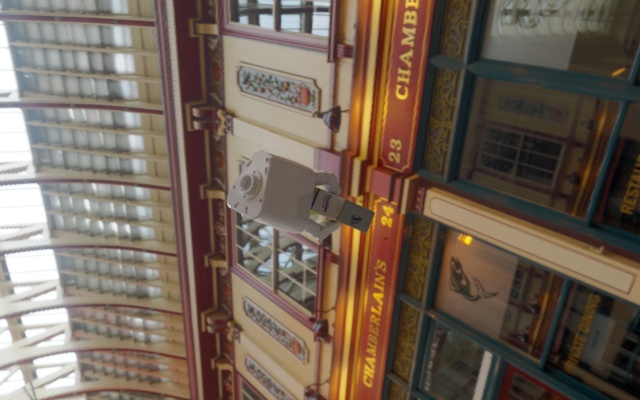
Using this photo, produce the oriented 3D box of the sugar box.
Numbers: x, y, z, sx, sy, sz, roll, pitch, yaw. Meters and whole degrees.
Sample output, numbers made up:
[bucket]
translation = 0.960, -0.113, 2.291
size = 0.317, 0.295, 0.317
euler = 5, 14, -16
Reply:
[sugar box]
translation = 0.000, 0.003, 0.849
size = 0.176, 0.048, 0.093
euler = 25, 1, 42
